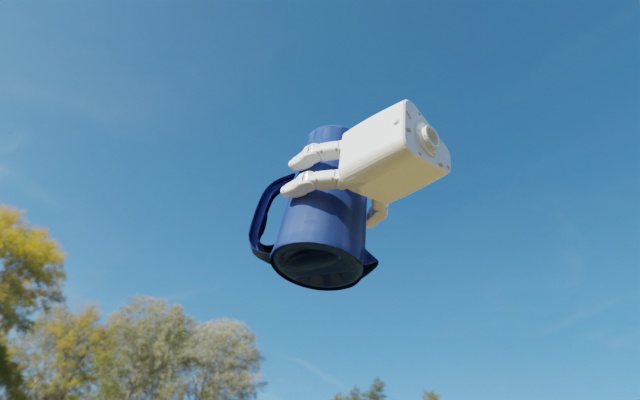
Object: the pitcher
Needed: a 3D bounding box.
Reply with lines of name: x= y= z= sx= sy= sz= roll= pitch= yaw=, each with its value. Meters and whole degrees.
pitcher: x=0.000 y=0.002 z=0.727 sx=0.149 sy=0.242 sz=0.145 roll=34 pitch=-43 yaw=-29
